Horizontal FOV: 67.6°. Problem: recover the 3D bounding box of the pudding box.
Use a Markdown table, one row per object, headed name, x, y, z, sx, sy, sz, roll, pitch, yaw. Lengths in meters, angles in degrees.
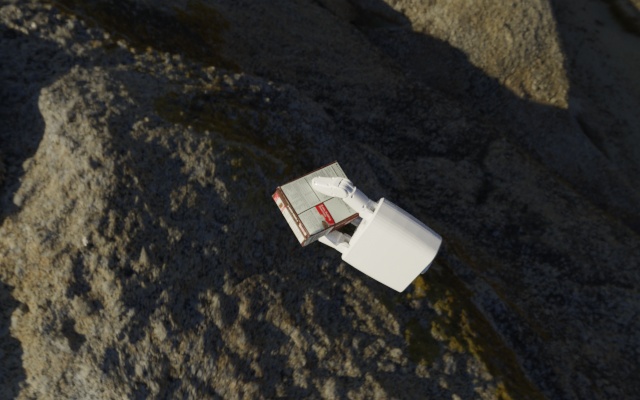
| name | x | y | z | sx | sy | sz | roll | pitch | yaw |
| --- | --- | --- | --- | --- | --- | --- | --- | --- | --- |
| pudding box | 0.000 | 0.002 | 0.706 | 0.113 | 0.090 | 0.039 | -25 | -15 | -30 |
